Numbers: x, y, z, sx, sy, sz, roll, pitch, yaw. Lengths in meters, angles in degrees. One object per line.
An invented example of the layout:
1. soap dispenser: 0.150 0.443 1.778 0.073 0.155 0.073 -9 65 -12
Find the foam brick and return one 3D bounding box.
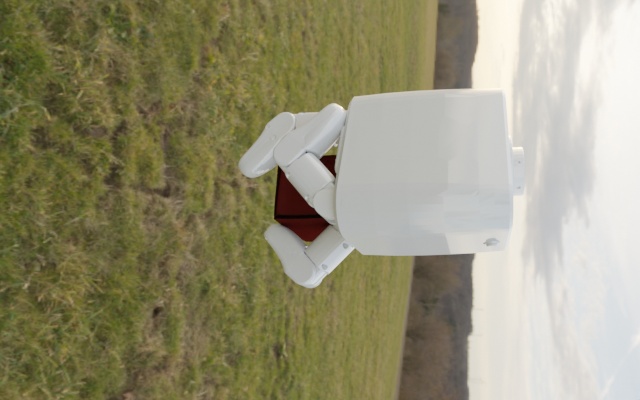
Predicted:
1. foam brick: 0.000 0.001 0.401 0.051 0.053 0.078 -3 -18 17
